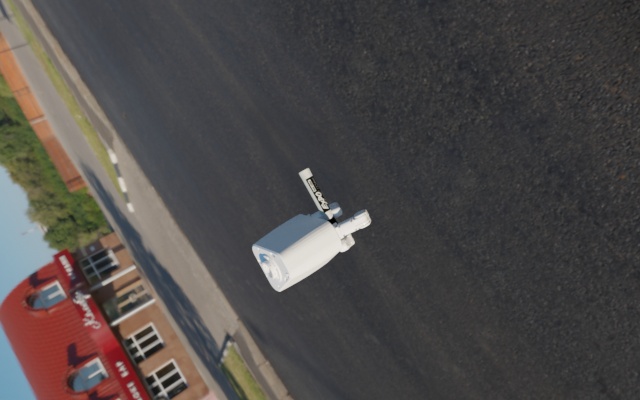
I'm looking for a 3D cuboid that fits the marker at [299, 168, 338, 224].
[{"bbox_3d":[0.000,0.003,0.798,0.020,0.121,0.020,-28,4,2],"label":"marker"}]
